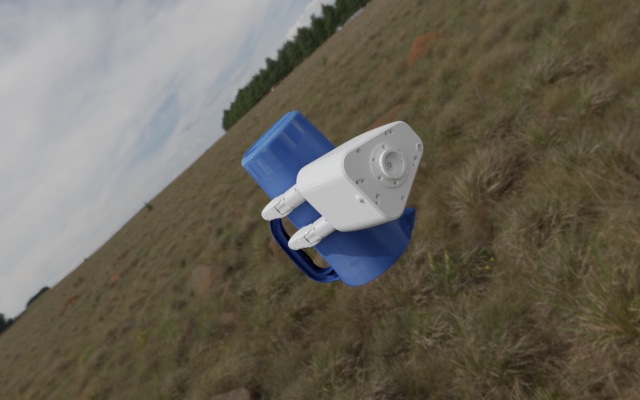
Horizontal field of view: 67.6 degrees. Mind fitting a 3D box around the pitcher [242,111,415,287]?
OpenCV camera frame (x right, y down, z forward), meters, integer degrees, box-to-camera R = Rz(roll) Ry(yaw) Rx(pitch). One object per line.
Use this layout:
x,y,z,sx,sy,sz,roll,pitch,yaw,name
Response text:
0.000,0.002,0.677,0.149,0.243,0.145,-50,15,-23,pitcher
